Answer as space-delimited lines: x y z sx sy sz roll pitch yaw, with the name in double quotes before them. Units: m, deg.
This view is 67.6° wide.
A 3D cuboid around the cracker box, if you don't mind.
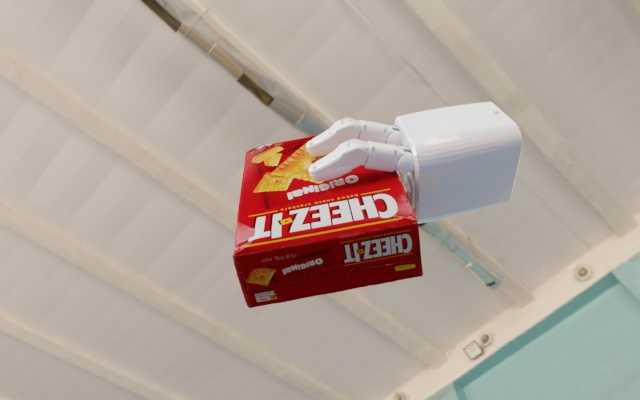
"cracker box" 0.000 0.002 0.504 0.164 0.072 0.213 -11 31 2
